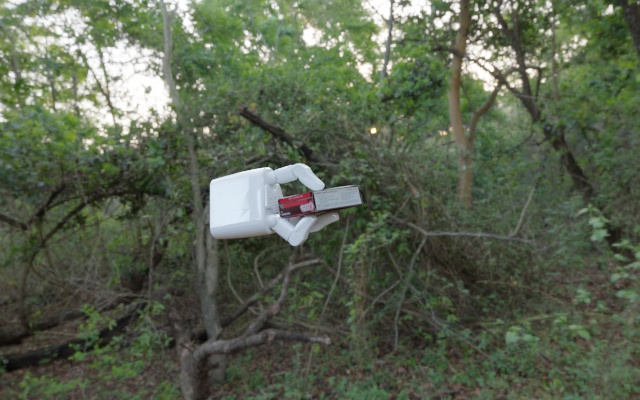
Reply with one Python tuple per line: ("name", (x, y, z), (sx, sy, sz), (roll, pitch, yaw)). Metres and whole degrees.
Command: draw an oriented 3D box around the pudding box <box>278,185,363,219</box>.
("pudding box", (0.000, 0.002, 0.792), (0.113, 0.039, 0.090), (-11, 0, -43))
